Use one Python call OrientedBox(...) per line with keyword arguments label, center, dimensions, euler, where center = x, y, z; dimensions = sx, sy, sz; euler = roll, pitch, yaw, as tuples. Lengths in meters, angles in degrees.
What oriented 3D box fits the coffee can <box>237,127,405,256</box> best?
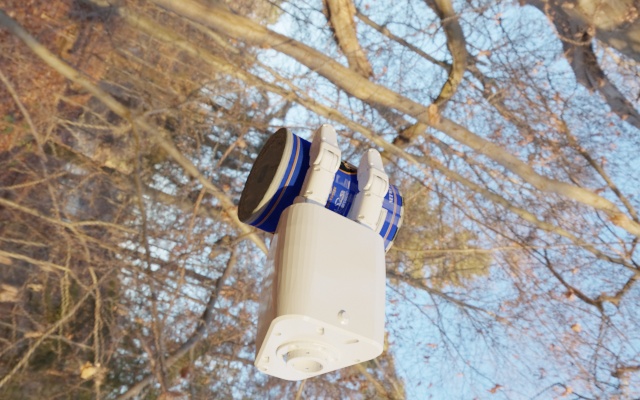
OrientedBox(label="coffee can", center=(0.000, 0.001, 0.495), dimensions=(0.140, 0.103, 0.103), euler=(25, -10, -21))
